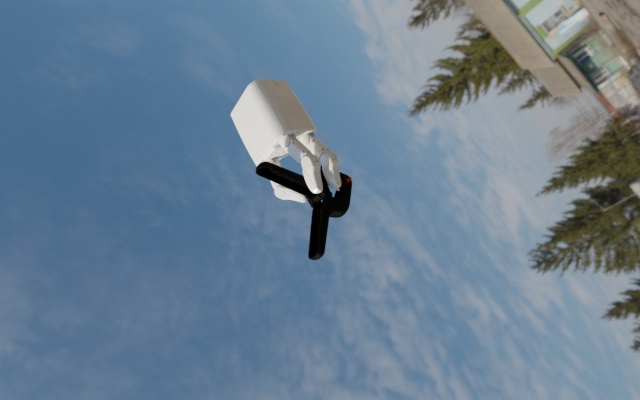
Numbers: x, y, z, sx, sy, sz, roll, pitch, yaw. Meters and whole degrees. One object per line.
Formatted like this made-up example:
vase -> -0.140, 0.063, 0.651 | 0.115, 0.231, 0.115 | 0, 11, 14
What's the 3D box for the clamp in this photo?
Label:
clamp -> 0.000, 0.003, 0.771 | 0.036, 0.164, 0.210 | -33, -10, 33
